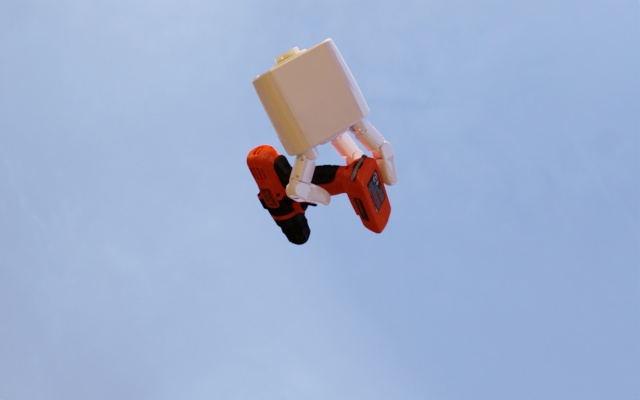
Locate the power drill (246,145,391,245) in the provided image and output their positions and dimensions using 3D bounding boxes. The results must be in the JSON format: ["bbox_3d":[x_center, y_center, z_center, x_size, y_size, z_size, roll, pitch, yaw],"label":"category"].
[{"bbox_3d":[0.000,0.002,0.677,0.187,0.185,0.057,2,46,29],"label":"power drill"}]
